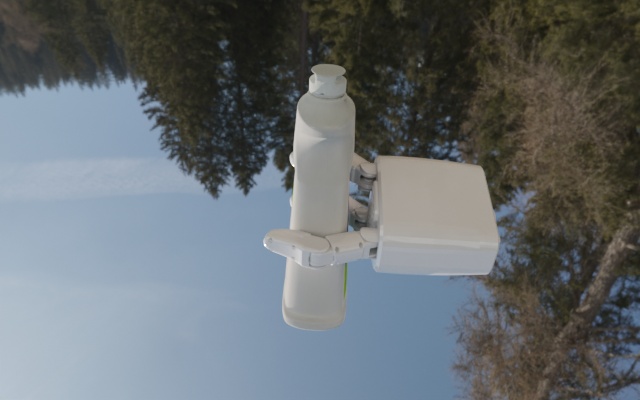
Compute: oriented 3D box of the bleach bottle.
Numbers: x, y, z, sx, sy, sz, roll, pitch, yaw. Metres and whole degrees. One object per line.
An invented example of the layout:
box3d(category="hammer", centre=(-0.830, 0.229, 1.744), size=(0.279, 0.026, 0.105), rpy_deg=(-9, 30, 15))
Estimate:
box3d(category="bleach bottle", centre=(0.000, 0.001, 0.453), size=(0.068, 0.251, 0.102), rpy_deg=(3, 34, -1))
